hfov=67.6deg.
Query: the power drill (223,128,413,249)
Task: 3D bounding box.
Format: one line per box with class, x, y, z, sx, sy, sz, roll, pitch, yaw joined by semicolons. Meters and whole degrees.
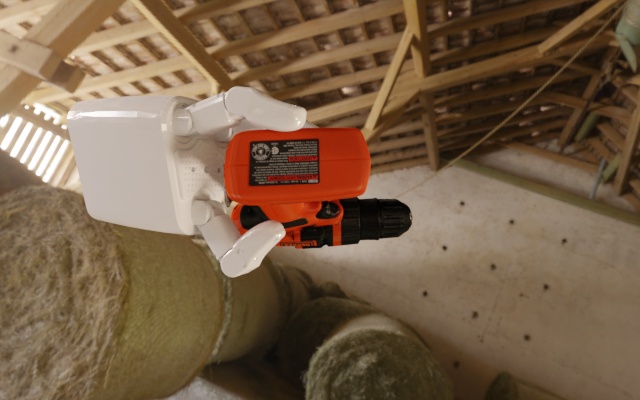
power drill;0.000;0.001;0.422;0.184;0.057;0.188;-4;-19;0
